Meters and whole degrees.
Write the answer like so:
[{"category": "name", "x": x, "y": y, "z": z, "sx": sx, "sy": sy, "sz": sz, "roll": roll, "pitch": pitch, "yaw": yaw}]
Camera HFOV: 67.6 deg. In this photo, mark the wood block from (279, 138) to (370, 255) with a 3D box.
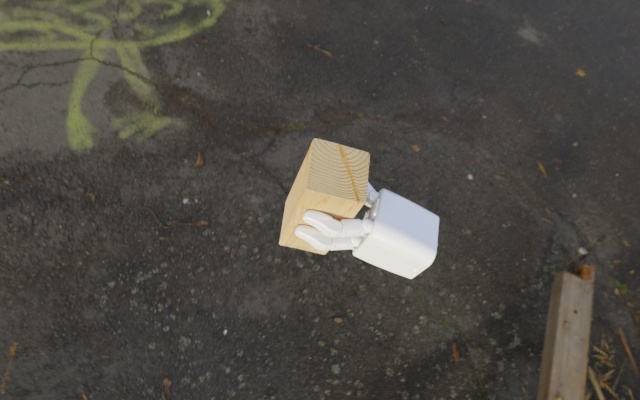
[{"category": "wood block", "x": 0.001, "y": 0.002, "z": 0.768, "sx": 0.090, "sy": 0.090, "sz": 0.206, "roll": 14, "pitch": -30, "yaw": -10}]
